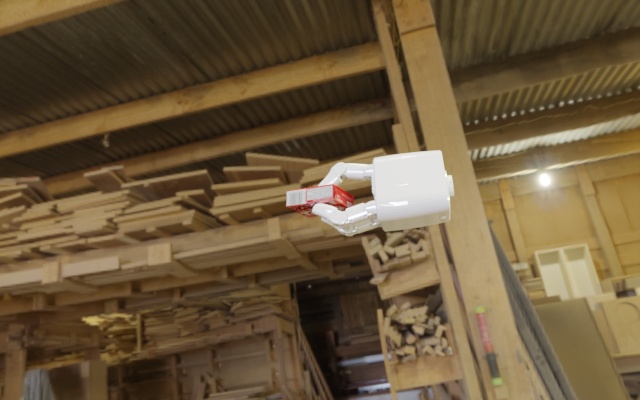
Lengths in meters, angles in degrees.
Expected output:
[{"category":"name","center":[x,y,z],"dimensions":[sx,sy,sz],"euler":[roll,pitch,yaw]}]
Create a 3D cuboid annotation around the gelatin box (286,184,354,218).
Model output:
[{"category":"gelatin box","center":[0.000,0.002,0.773],"dimensions":[0.089,0.030,0.073],"euler":[-8,-19,26]}]
